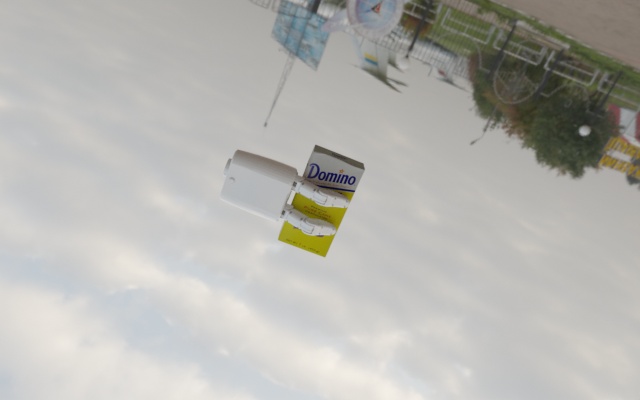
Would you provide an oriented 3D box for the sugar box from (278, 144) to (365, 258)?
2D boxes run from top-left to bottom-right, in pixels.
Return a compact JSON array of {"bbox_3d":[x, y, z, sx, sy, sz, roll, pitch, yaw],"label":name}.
[{"bbox_3d":[0.000,0.003,0.822,0.093,0.176,0.048,20,22,-6],"label":"sugar box"}]
